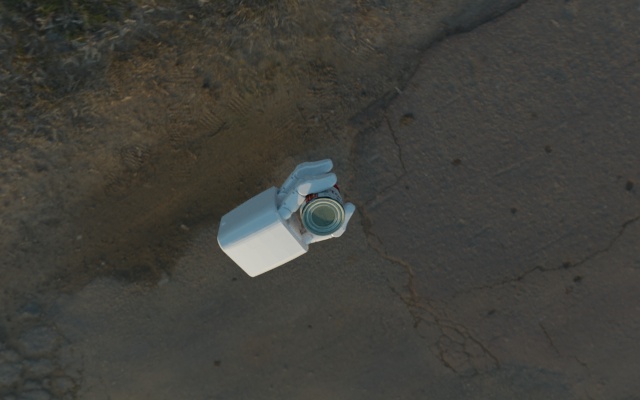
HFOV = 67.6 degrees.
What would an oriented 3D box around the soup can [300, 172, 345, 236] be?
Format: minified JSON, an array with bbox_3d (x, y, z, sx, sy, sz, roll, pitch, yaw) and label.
[{"bbox_3d":[0.001,0.002,0.750,0.068,0.068,0.102,0,26,-5],"label":"soup can"}]
